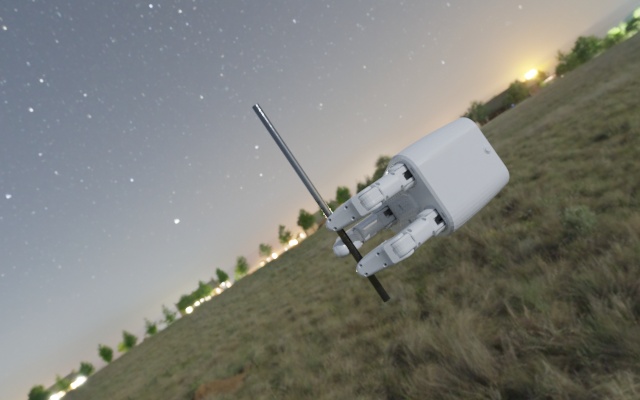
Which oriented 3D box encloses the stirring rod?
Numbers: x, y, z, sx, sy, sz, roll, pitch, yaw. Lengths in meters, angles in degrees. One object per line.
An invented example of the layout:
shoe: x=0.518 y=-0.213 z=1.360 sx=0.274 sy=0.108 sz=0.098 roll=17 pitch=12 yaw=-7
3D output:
stirring rod: x=0.000 y=0.002 z=0.488 sx=0.011 sy=0.239 sz=0.011 roll=-34 pitch=-2 yaw=-2
